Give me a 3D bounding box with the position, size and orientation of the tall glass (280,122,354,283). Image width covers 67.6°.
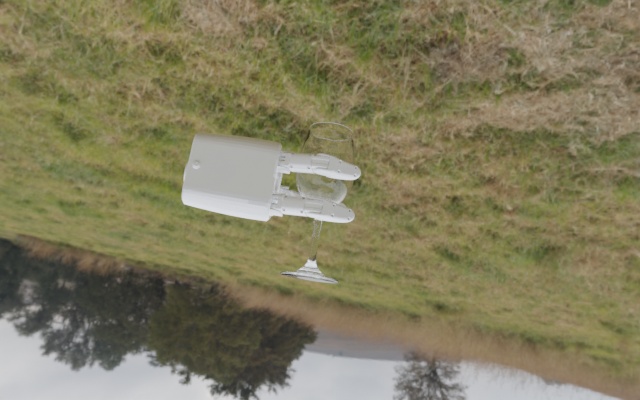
[{"bbox_3d":[0.000,0.003,0.623,0.079,0.201,0.079,8,-13,2],"label":"tall glass"}]
